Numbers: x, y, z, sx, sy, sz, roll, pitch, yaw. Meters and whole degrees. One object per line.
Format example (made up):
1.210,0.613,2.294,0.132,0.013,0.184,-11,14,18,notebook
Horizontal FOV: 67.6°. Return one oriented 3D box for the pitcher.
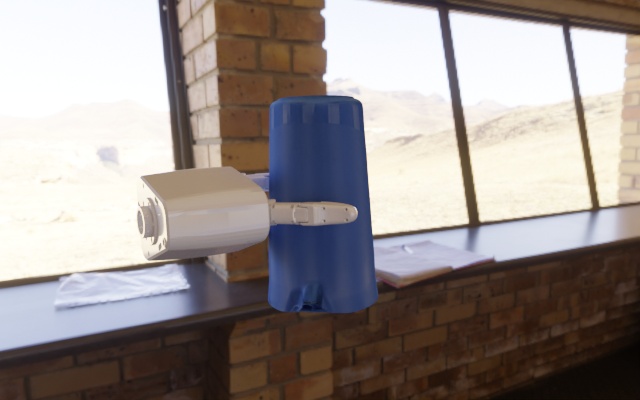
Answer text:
0.000,0.002,0.575,0.145,0.243,0.149,-7,9,-34,pitcher
